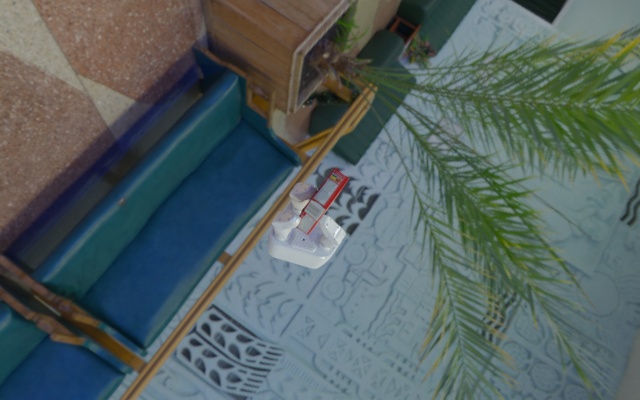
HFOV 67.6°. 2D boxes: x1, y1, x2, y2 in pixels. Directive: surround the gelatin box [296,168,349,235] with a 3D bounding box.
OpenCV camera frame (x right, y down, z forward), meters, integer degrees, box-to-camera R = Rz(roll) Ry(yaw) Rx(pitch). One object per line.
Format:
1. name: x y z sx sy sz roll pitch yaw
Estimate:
1. gelatin box: 0.001 0.002 0.722 0.030 0.073 0.089 37 -35 1
